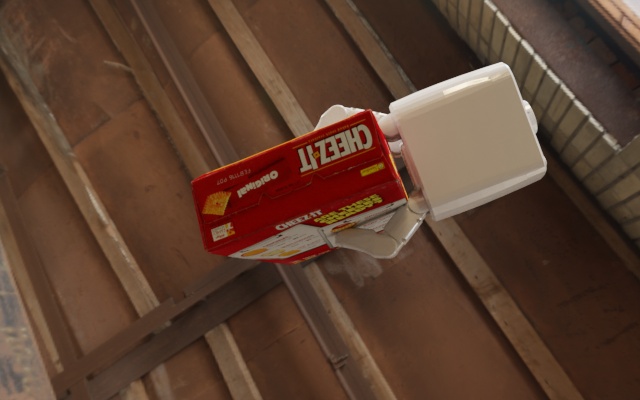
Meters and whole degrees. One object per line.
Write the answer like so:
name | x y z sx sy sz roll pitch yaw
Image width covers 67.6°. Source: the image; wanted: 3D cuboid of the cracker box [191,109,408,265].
cracker box | 0.000 0.002 0.471 0.164 0.072 0.214 -21 -15 10
